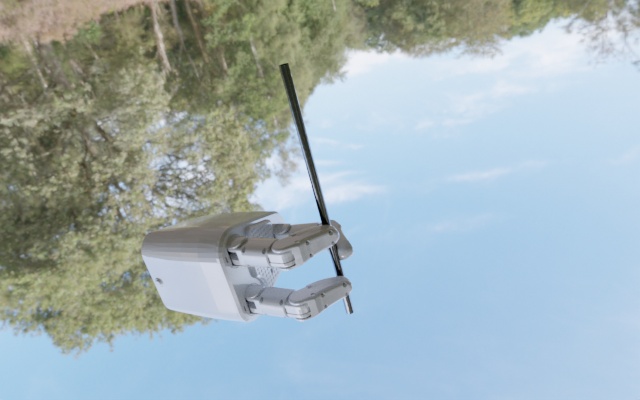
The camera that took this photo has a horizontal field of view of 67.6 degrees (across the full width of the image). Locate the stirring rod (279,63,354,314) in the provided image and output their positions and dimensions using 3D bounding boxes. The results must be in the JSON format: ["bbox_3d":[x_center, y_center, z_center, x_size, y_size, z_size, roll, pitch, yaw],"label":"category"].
[{"bbox_3d":[0.000,0.001,0.418,0.011,0.240,0.011,-13,23,6],"label":"stirring rod"}]
